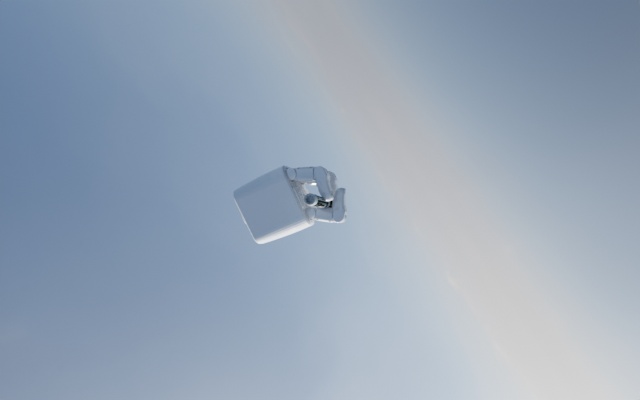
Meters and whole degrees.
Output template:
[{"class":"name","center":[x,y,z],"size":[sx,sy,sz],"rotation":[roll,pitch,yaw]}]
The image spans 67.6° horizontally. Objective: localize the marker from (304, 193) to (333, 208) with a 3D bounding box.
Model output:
[{"class":"marker","center":[0.000,0.003,0.797],"size":[0.020,0.020,0.121],"rotation":[0,-4,17]}]
